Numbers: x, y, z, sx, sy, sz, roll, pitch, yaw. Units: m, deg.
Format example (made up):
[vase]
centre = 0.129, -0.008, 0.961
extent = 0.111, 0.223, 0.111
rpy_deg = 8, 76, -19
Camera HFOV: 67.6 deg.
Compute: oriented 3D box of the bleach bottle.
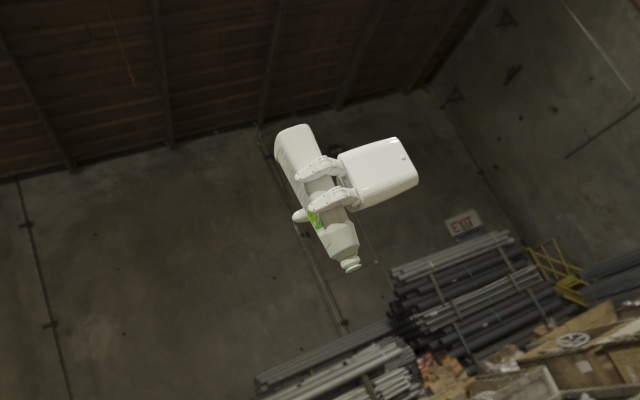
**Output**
[bleach bottle]
centre = 0.000, 0.003, 0.789
extent = 0.068, 0.250, 0.103
rpy_deg = -21, -18, -13
